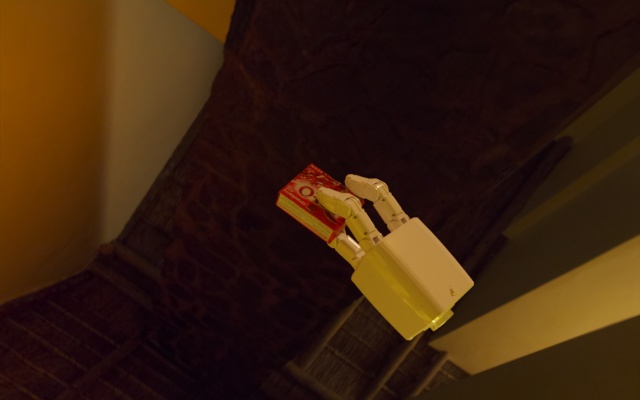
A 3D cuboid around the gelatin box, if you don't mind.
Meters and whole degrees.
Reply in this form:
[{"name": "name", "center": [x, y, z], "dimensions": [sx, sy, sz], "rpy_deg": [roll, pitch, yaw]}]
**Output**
[{"name": "gelatin box", "center": [0.000, 0.002, 0.609], "dimensions": [0.089, 0.030, 0.073], "rpy_deg": [35, 48, 11]}]
